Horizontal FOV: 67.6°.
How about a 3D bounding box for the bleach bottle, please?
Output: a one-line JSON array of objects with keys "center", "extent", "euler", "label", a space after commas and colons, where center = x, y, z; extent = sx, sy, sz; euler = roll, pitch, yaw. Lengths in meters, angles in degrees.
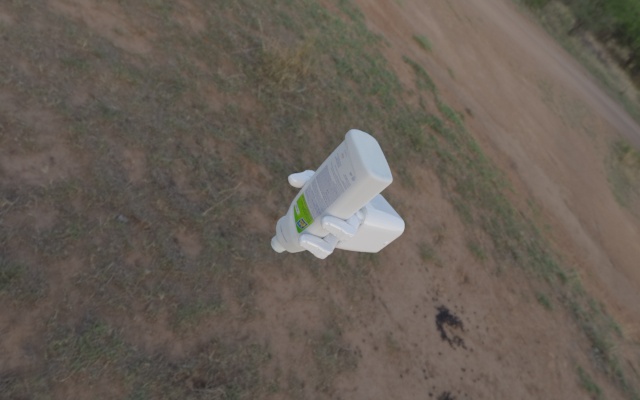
[{"center": [0.000, 0.003, 0.777], "extent": [0.068, 0.102, 0.251], "euler": [14, -44, -41], "label": "bleach bottle"}]
